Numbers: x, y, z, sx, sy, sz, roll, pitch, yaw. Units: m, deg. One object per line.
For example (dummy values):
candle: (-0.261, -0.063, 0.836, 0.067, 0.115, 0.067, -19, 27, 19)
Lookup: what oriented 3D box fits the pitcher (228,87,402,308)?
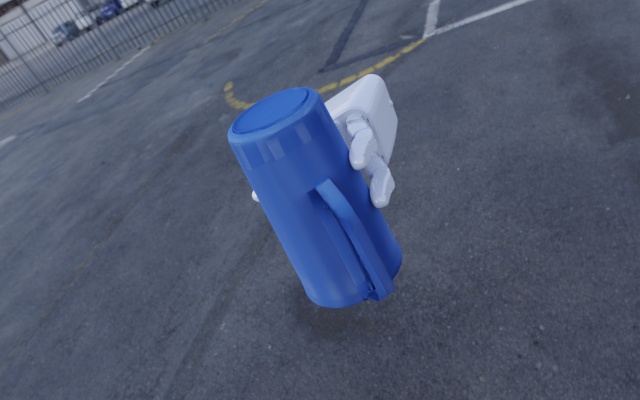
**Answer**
pitcher: (0.000, 0.002, 0.548, 0.149, 0.243, 0.145, -9, 34, 29)
